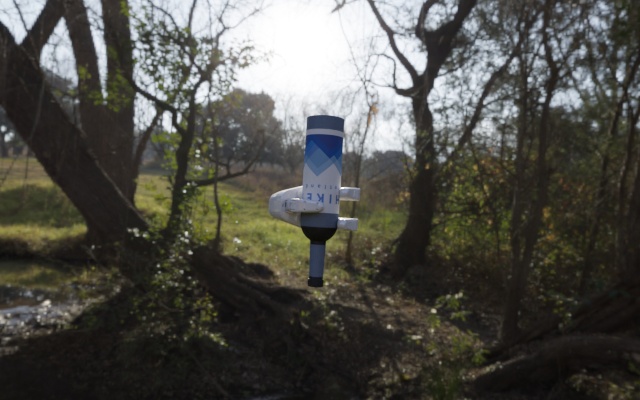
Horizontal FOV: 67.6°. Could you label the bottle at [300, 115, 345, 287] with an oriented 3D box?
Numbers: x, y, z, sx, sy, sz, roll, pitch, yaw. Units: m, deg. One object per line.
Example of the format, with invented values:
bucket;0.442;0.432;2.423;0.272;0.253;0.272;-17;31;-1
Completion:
bottle;0.000;0.002;0.836;0.069;0.295;0.069;4;-2;0
